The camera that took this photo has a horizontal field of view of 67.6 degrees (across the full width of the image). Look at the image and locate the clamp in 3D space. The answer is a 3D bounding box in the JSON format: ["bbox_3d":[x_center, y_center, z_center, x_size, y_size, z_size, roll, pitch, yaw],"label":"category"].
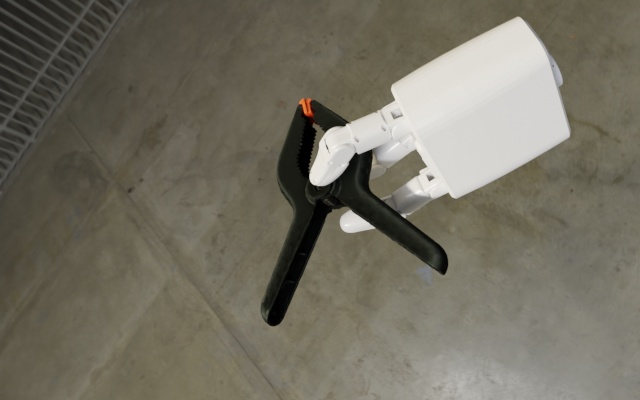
[{"bbox_3d":[0.000,0.001,0.429,0.164,0.210,0.036,-27,-30,15],"label":"clamp"}]
